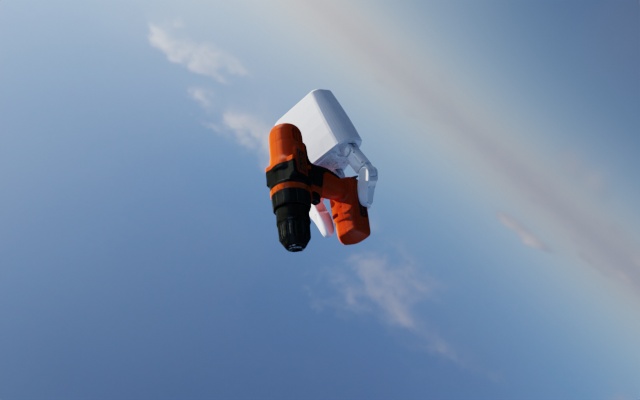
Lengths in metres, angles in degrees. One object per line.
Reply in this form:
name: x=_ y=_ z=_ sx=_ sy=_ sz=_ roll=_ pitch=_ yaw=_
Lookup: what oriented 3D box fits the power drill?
power drill: x=0.000 y=0.002 z=0.668 sx=0.057 sy=0.184 sz=0.188 roll=-21 pitch=-31 yaw=27
